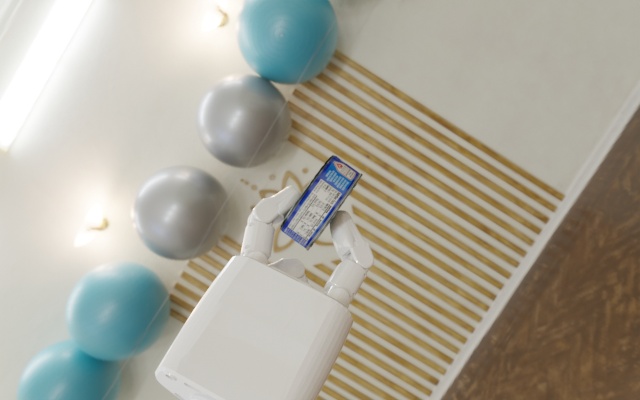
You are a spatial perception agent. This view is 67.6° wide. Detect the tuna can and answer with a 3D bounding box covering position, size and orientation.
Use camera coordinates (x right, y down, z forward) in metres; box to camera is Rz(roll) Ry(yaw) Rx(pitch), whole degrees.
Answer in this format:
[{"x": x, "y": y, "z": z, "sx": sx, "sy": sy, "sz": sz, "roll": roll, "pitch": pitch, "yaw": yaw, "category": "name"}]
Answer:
[{"x": 0.000, "y": 0.001, "z": 0.434, "sx": 0.034, "sy": 0.086, "sz": 0.086, "roll": 36, "pitch": 0, "yaw": 1, "category": "tuna can"}]
